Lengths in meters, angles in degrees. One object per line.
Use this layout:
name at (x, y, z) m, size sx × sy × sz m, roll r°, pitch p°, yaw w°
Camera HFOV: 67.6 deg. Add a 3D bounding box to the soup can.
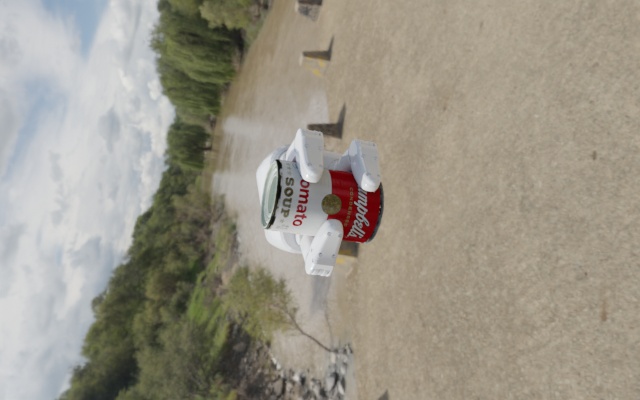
soup can at (0.000, 0.002, 0.454) m, size 0.102 × 0.068 × 0.068 m, roll 9°, pitch -3°, yaw -17°
